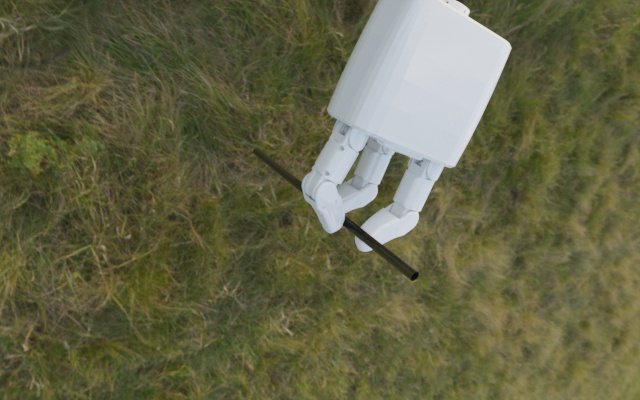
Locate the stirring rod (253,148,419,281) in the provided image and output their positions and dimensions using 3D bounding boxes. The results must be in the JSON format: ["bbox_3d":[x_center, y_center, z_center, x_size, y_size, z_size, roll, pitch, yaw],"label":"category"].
[{"bbox_3d":[0.000,0.001,0.432,0.011,0.011,0.239,0,27,-40],"label":"stirring rod"}]
